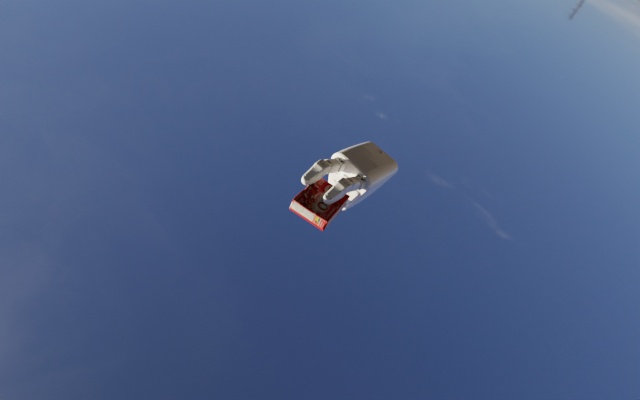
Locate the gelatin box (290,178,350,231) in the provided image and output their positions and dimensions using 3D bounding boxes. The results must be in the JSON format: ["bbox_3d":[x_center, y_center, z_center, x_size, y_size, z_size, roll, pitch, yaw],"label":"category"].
[{"bbox_3d":[0.000,0.003,0.846,0.073,0.030,0.089,33,45,10],"label":"gelatin box"}]
